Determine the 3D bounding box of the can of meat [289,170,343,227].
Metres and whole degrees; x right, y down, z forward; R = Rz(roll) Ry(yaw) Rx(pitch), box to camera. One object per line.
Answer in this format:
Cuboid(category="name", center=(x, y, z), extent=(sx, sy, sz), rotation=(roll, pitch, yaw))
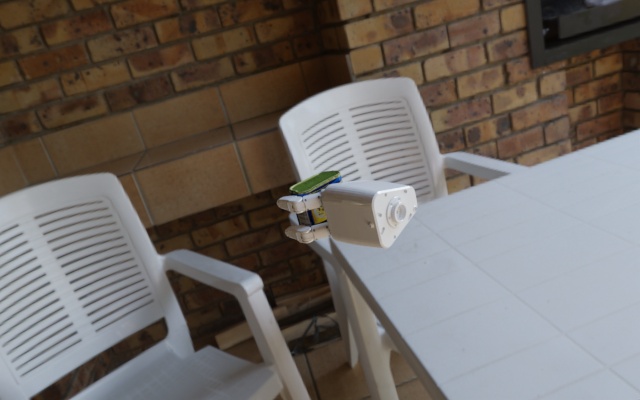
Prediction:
Cuboid(category="can of meat", center=(0.000, 0.002, 0.837), extent=(0.102, 0.084, 0.057), rotation=(-29, 25, -34))
